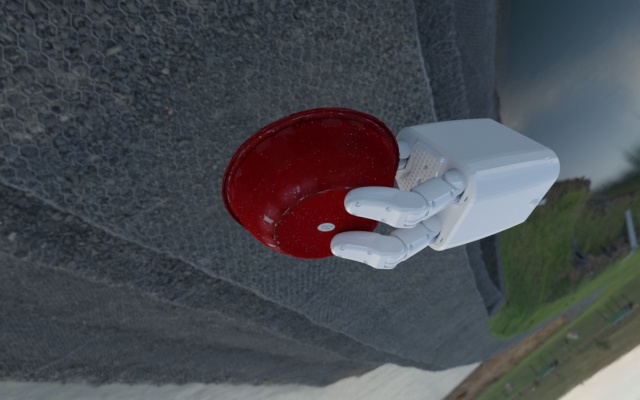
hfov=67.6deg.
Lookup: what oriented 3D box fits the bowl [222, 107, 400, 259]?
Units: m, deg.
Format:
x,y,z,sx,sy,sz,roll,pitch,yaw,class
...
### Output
x,y,z,sx,sy,sz,roll,pitch,yaw,class
-0.001,0.002,0.407,0.162,0.055,0.162,-11,-39,-9,bowl
